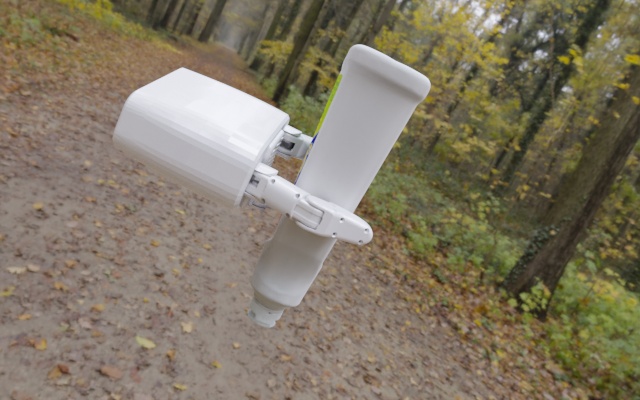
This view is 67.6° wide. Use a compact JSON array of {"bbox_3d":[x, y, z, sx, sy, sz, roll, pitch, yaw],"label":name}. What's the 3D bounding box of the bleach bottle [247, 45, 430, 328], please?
[{"bbox_3d":[0.000,0.001,0.406,0.068,0.251,0.102,26,12,-3],"label":"bleach bottle"}]
